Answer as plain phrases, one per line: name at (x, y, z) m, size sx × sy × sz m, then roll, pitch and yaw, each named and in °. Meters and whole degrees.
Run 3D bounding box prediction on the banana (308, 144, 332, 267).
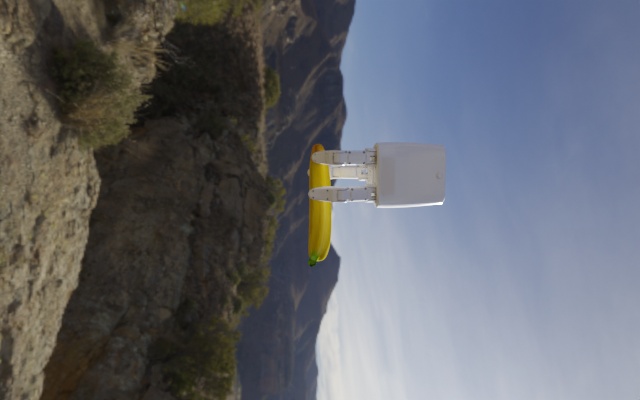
banana at (0.000, 0.011, 0.760) m, size 0.037 × 0.197 × 0.070 m, roll 1°, pitch -17°, yaw -1°
